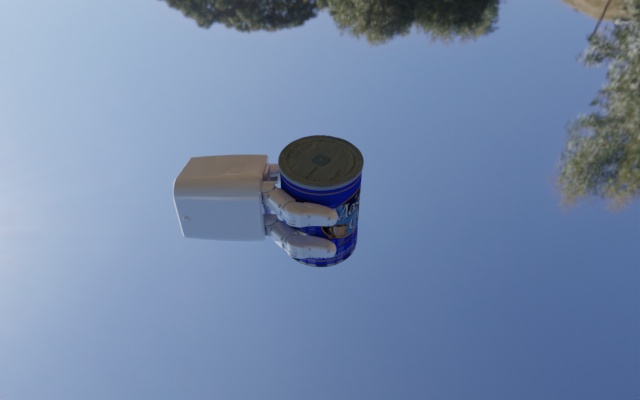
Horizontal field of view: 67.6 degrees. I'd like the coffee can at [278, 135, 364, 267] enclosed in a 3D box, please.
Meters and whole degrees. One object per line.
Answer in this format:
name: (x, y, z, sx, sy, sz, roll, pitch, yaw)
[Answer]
coffee can: (0.000, 0.002, 0.617, 0.103, 0.140, 0.102, 0, 42, 0)
